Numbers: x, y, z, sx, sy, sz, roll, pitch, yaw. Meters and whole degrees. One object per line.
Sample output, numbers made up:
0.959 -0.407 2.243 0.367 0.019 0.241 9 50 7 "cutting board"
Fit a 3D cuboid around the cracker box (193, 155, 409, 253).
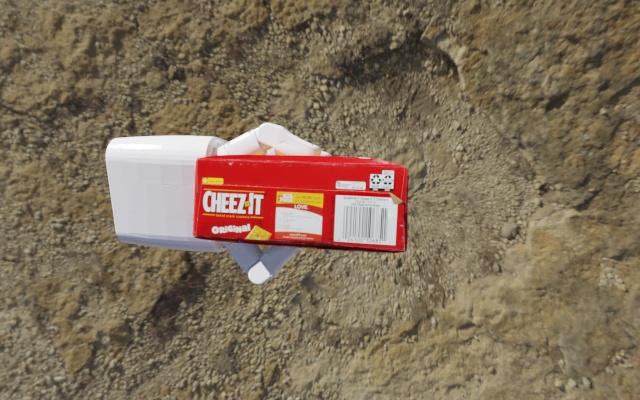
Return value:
0.000 0.002 0.453 0.164 0.072 0.213 3 0 10 "cracker box"
